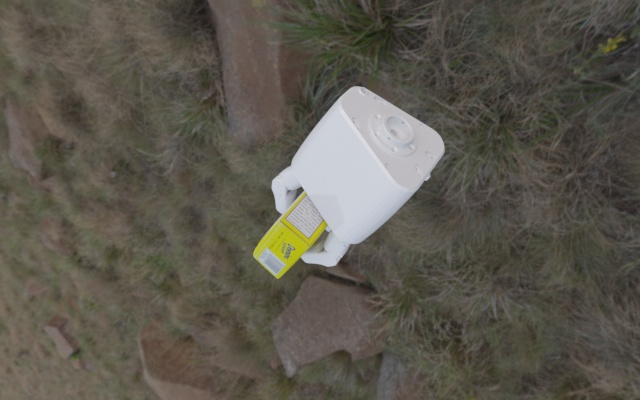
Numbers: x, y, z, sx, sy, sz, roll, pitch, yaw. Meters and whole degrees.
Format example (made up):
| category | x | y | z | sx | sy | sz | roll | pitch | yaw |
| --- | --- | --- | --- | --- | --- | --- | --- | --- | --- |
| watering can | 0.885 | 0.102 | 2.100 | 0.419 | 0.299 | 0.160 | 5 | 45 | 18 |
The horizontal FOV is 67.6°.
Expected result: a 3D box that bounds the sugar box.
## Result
| category | x | y | z | sx | sy | sz | roll | pitch | yaw |
| --- | --- | --- | --- | --- | --- | --- | --- | --- | --- |
| sugar box | 0.001 | 0.002 | 0.547 | 0.176 | 0.048 | 0.093 | -47 | -1 | -38 |
